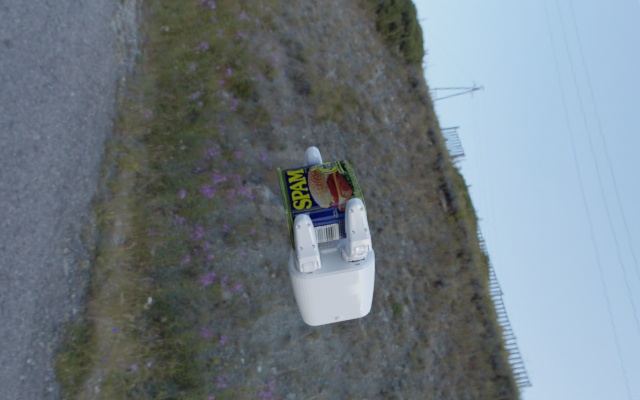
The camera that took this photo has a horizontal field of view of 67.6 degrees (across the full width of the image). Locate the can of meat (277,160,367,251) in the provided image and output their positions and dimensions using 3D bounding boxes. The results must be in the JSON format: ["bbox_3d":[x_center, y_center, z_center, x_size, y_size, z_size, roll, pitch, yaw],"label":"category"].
[{"bbox_3d":[0.000,0.002,0.536,0.084,0.057,0.102,-10,41,-5],"label":"can of meat"}]
